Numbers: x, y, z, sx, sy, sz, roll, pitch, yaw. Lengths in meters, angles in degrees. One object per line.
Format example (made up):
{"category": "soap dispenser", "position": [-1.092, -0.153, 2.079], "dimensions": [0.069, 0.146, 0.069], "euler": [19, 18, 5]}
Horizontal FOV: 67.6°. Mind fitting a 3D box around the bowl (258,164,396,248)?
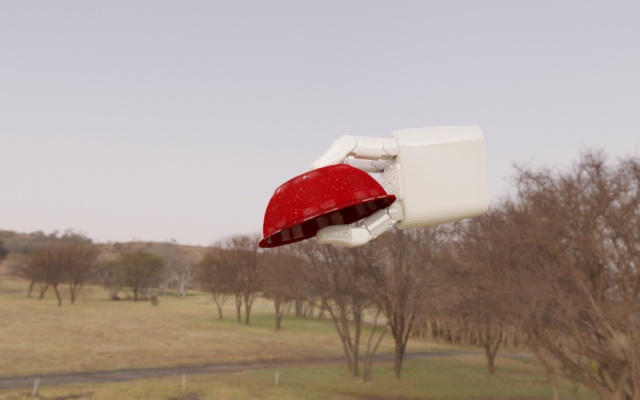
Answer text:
{"category": "bowl", "position": [-0.001, 0.002, 0.535], "dimensions": [0.162, 0.055, 0.162], "euler": [-19, -10, -3]}
